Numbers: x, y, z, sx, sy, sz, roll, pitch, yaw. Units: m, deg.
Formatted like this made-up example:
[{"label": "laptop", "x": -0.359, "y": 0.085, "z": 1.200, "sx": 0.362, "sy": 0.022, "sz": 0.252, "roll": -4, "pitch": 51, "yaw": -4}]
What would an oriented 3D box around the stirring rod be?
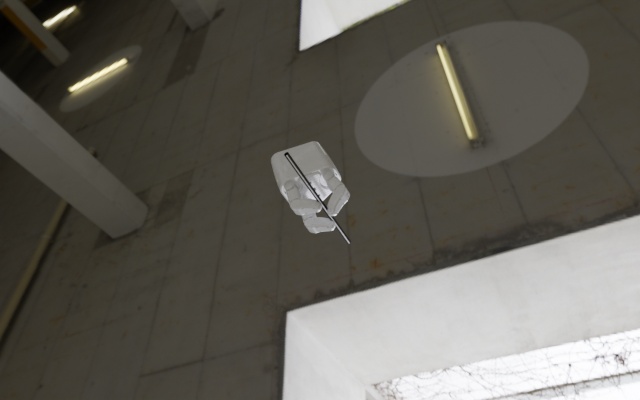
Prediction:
[{"label": "stirring rod", "x": 0.000, "y": 0.003, "z": 0.821, "sx": 0.011, "sy": 0.011, "sz": 0.240, "roll": 0, "pitch": -39, "yaw": 35}]
